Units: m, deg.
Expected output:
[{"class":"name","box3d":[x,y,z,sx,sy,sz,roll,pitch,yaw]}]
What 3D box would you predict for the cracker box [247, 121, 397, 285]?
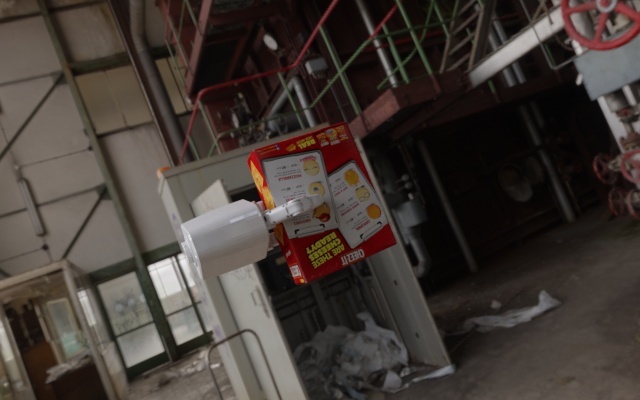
[{"class":"cracker box","box3d":[0.000,0.002,0.754,0.164,0.213,0.072,-21,-4,-20]}]
